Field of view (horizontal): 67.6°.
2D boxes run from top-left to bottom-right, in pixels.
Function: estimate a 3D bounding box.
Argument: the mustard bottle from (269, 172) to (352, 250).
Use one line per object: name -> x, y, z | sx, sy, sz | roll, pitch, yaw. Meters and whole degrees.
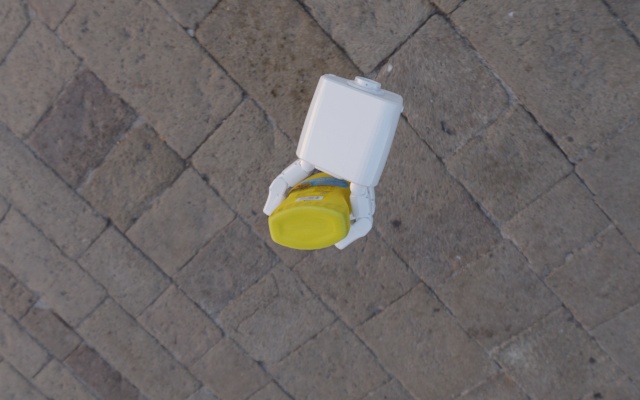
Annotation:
mustard bottle -> 0.000, 0.003, 0.647 | 0.096, 0.058, 0.191 | -5, 18, 12
